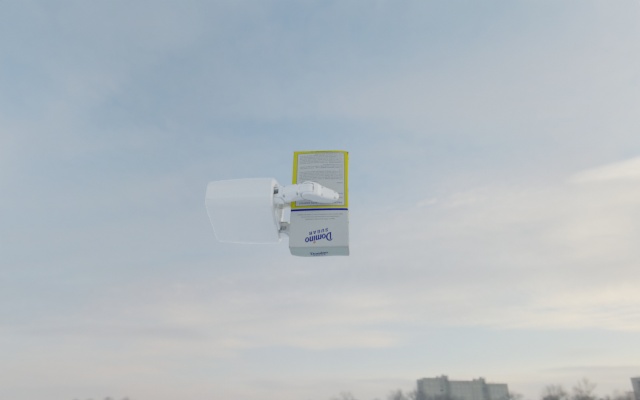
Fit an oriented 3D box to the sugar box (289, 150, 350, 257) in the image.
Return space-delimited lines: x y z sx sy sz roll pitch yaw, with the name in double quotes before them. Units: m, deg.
"sugar box" 0.000 0.003 0.768 0.093 0.176 0.048 -1 -27 5
